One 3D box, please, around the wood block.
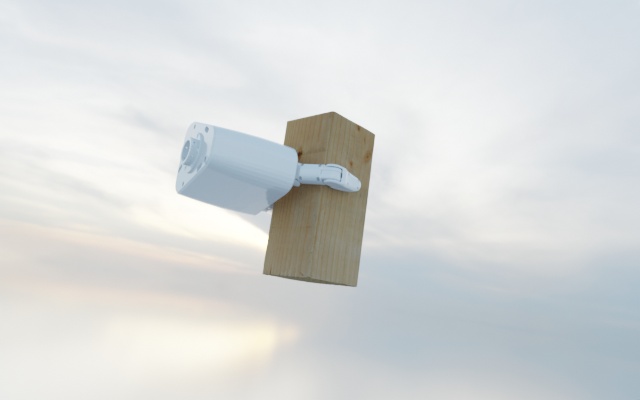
[{"bbox_3d":[0.000,0.002,0.623,0.091,0.206,0.090,-3,-16,43],"label":"wood block"}]
